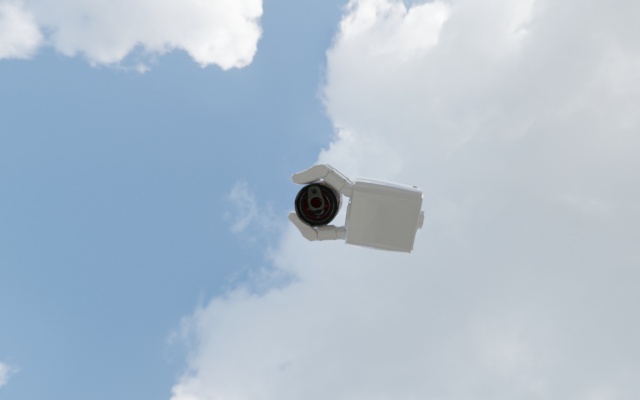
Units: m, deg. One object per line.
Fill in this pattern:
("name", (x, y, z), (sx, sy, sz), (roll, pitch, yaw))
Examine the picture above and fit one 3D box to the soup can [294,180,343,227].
("soup can", (0.000, 0.003, 0.769), (0.068, 0.068, 0.102), (0, 5, 7))
